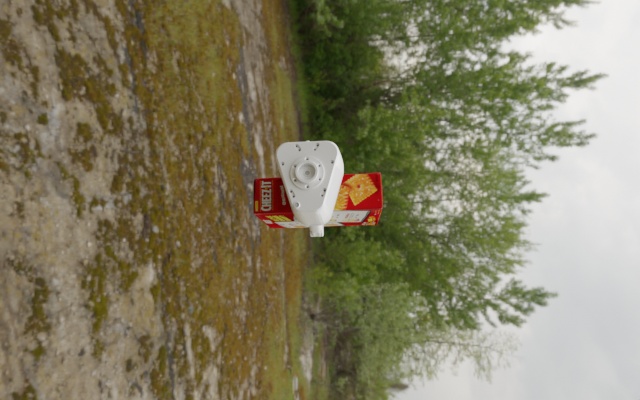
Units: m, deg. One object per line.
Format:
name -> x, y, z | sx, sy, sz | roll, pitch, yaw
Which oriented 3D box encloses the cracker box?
cracker box -> 0.000, 0.003, 0.863 | 0.214, 0.072, 0.164 | -2, -12, 4
